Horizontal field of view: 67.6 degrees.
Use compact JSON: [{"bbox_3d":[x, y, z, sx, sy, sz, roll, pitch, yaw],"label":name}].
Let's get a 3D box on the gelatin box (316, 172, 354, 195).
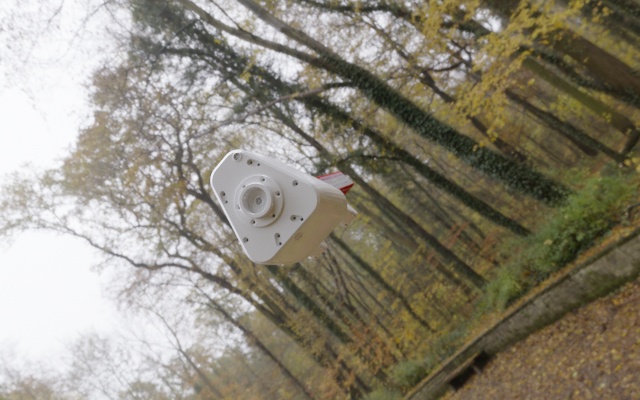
[{"bbox_3d":[0.000,0.002,0.615,0.030,0.073,0.089,42,20,10],"label":"gelatin box"}]
